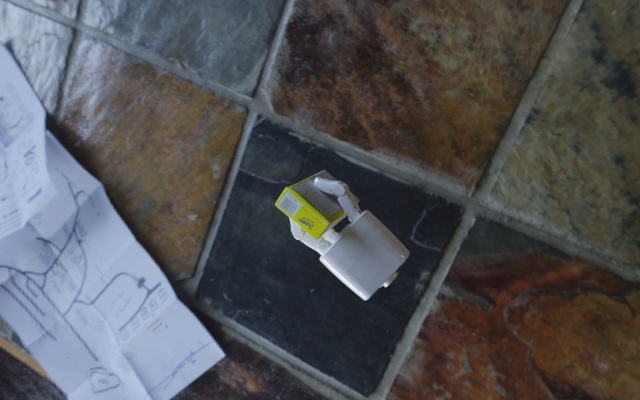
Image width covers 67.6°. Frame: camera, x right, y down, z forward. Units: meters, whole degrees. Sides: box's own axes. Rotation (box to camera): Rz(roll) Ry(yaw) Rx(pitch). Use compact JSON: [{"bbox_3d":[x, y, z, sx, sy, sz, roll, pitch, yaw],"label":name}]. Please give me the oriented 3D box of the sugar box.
[{"bbox_3d":[0.000,0.003,0.837,0.093,0.048,0.176,41,20,8],"label":"sugar box"}]
